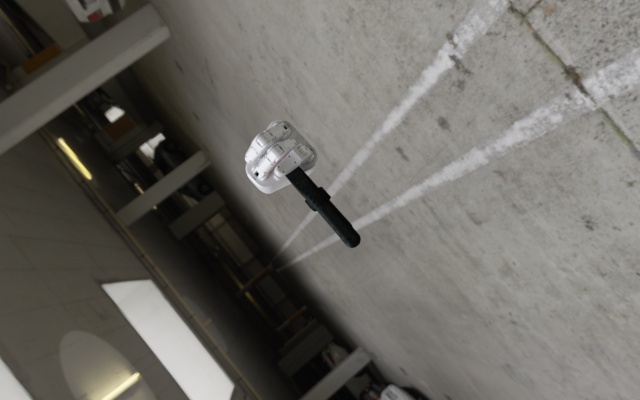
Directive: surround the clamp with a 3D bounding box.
[{"bbox_3d":[0.000,0.003,0.749,0.039,0.171,0.120,-39,-2,-4],"label":"clamp"}]
